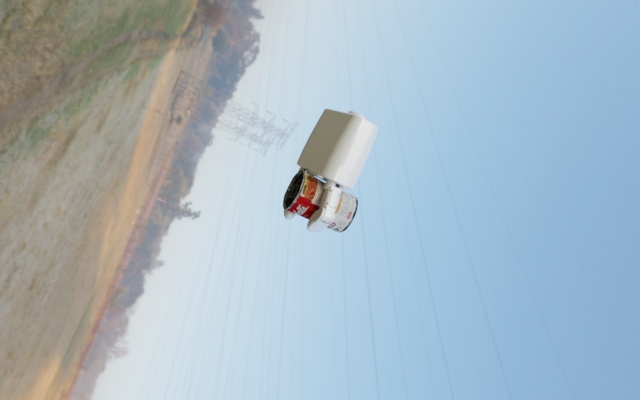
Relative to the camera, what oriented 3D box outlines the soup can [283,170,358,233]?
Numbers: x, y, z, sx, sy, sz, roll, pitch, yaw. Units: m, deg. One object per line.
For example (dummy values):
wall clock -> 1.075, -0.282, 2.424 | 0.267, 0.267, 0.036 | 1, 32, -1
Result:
soup can -> 0.000, 0.003, 0.764 | 0.102, 0.068, 0.068 | 25, -9, -20
